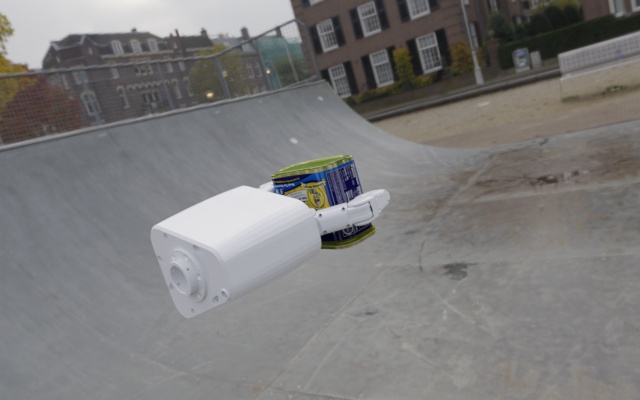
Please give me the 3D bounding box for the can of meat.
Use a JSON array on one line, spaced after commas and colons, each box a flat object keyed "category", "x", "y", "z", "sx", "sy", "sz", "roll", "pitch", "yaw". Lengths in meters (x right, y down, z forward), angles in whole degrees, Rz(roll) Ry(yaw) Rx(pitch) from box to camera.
[{"category": "can of meat", "x": 0.000, "y": 0.001, "z": 0.500, "sx": 0.057, "sy": 0.084, "sz": 0.102, "roll": -26, "pitch": 14, "yaw": -41}]
